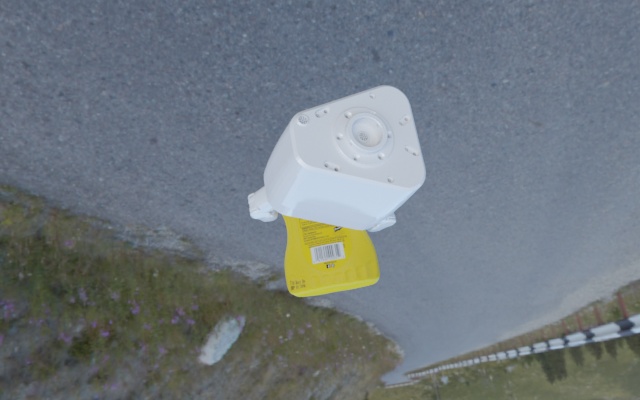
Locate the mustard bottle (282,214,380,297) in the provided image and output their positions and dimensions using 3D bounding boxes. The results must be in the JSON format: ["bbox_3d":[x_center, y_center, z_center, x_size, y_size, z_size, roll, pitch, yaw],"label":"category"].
[{"bbox_3d":[0.000,0.002,0.517,0.096,0.191,0.058,-11,-16,4],"label":"mustard bottle"}]
